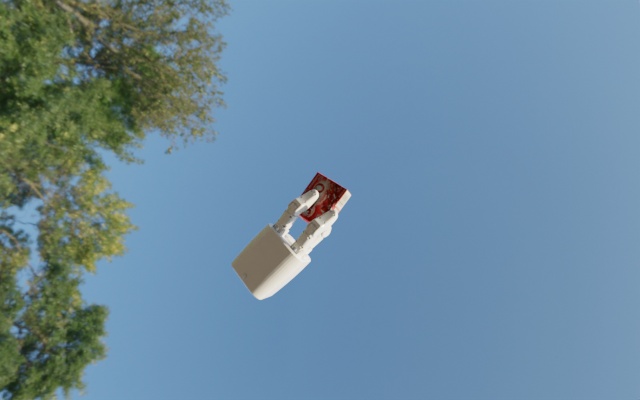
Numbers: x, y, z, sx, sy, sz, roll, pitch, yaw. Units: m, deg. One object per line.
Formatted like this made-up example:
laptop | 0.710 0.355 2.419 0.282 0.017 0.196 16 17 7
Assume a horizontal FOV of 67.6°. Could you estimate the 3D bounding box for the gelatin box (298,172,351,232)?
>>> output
gelatin box | 0.000 0.003 0.875 0.073 0.089 0.030 32 -9 29
